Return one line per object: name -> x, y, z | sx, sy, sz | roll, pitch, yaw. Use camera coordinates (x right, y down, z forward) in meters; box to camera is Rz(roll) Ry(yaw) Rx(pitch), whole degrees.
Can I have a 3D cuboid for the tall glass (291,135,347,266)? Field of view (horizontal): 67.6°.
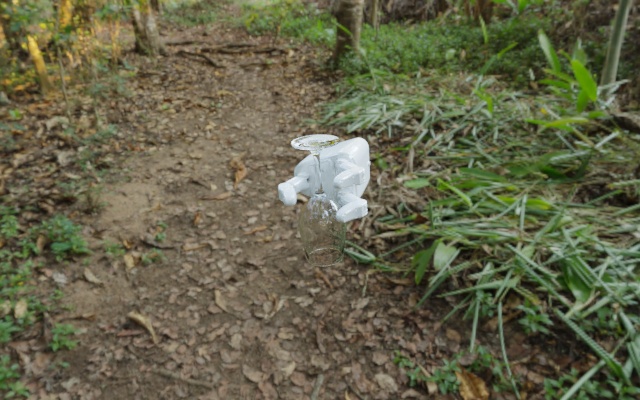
tall glass -> 0.000, 0.002, 0.755 | 0.079, 0.201, 0.079 | -4, 23, 2
